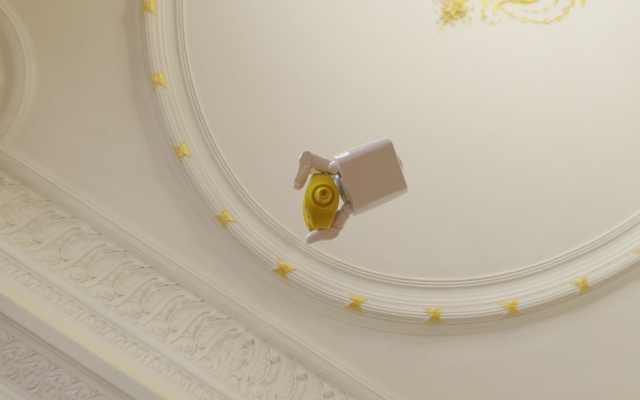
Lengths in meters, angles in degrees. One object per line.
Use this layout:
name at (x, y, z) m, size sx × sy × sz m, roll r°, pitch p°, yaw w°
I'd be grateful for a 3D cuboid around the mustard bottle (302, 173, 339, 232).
mustard bottle at (0.000, 0.003, 0.840) m, size 0.058 × 0.096 × 0.191 m, roll 2°, pitch -8°, yaw -4°
